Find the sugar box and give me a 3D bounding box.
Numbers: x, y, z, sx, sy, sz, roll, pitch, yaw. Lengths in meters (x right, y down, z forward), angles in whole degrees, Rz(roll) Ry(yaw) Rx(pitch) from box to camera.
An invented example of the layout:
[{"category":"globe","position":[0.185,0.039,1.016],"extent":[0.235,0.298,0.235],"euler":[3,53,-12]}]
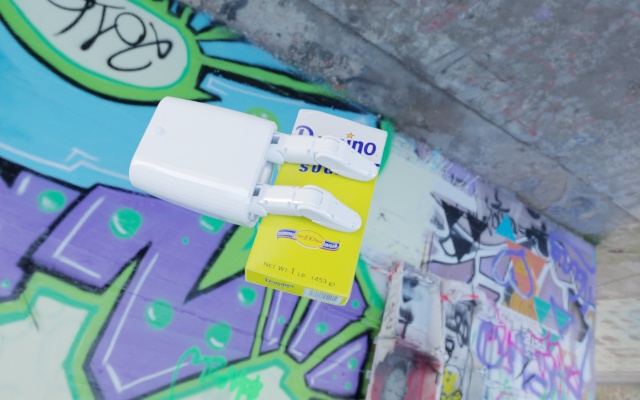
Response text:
[{"category":"sugar box","position":[0.000,0.001,0.449],"extent":[0.093,0.176,0.048],"euler":[16,-24,-1]}]
